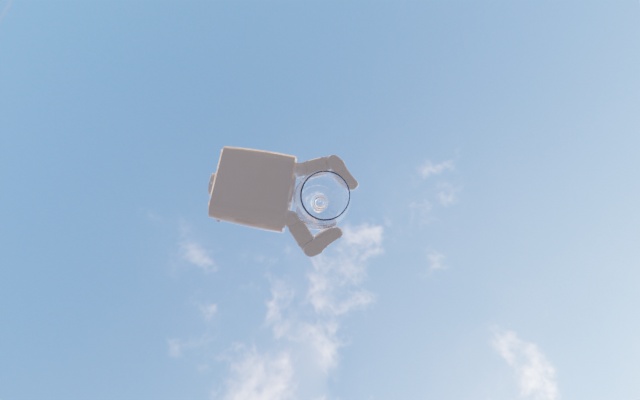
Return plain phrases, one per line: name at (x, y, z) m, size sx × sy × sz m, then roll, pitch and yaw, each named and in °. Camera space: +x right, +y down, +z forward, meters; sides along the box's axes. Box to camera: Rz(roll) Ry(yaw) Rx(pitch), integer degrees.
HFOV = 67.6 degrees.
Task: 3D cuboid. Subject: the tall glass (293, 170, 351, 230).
tall glass at (0.000, 0.002, 0.680) m, size 0.079 × 0.079 × 0.201 m, roll 0°, pitch -5°, yaw -4°
